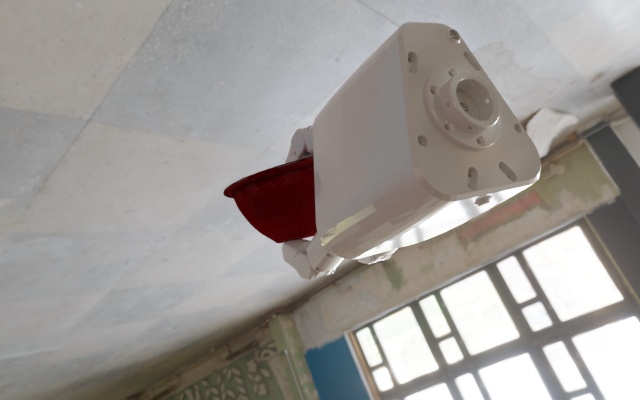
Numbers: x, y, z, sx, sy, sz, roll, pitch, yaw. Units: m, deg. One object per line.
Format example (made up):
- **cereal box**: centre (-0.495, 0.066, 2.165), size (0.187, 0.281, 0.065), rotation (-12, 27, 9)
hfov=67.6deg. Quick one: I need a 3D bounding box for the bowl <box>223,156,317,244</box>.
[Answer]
- **bowl**: centre (0.000, 0.002, 0.421), size (0.162, 0.055, 0.162), rotation (-13, -5, -1)
